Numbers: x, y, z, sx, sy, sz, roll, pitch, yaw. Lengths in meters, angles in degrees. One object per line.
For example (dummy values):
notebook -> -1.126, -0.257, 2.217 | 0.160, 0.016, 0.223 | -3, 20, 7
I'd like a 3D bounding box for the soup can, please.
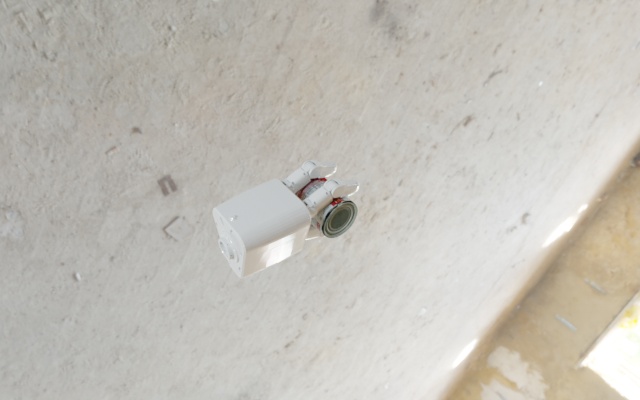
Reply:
soup can -> 0.001, 0.002, 0.737 | 0.068, 0.068, 0.102 | 0, 32, -45
